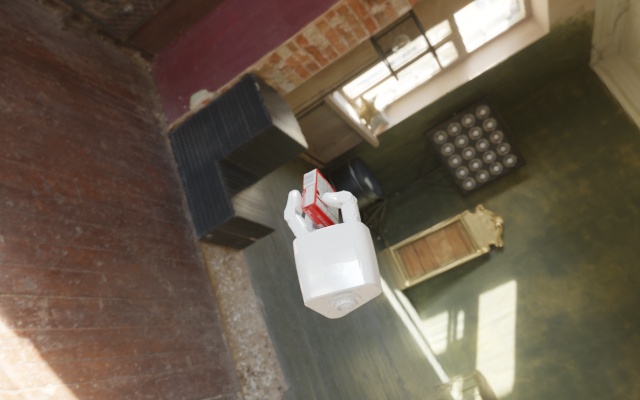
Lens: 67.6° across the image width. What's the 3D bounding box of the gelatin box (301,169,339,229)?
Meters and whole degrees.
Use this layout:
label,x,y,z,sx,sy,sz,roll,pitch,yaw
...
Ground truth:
label,x,y,z,sx,sy,sz,roll,pitch,yaw
gelatin box,0.001,0.002,0.809,0.030,0.089,0.073,-24,-51,23
